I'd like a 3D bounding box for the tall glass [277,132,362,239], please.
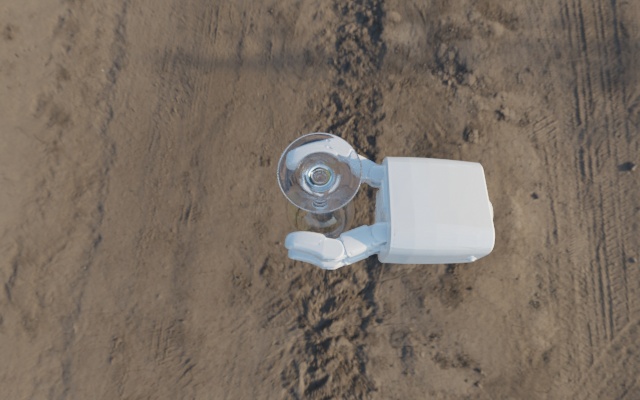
[{"bbox_3d":[0.000,0.001,0.510,0.079,0.079,0.201,0,-16,0],"label":"tall glass"}]
